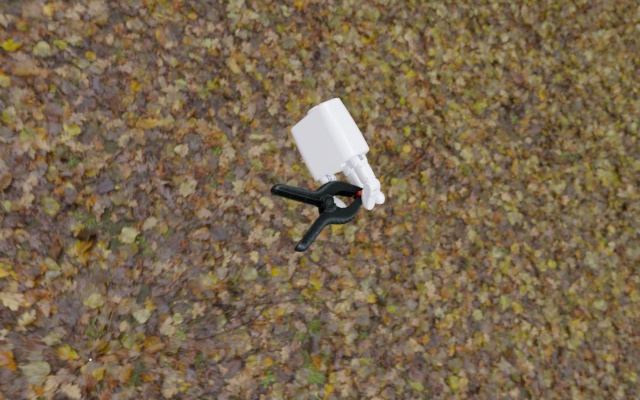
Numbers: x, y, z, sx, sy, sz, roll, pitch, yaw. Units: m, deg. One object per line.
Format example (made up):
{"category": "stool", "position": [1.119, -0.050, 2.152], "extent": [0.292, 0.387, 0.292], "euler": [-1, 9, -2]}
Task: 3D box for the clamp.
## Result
{"category": "clamp", "position": [0.001, 0.003, 0.817], "extent": [0.171, 0.120, 0.039], "euler": [-26, -4, -30]}
